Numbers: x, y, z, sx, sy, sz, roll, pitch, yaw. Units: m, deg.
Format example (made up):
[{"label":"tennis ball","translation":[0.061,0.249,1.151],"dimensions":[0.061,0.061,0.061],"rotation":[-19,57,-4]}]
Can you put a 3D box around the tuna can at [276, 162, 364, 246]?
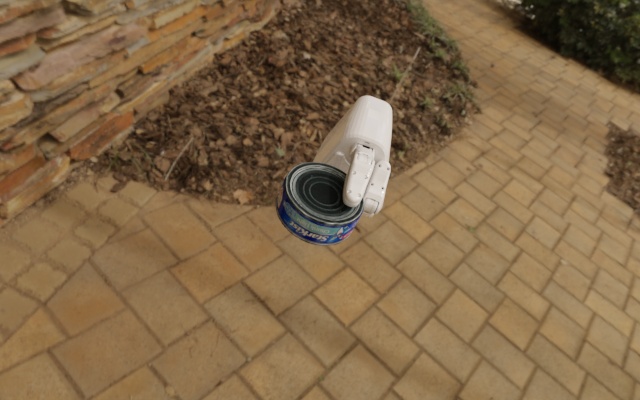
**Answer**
[{"label":"tuna can","translation":[0.000,0.001,0.482],"dimensions":[0.086,0.086,0.034],"rotation":[0,-40,-25]}]
